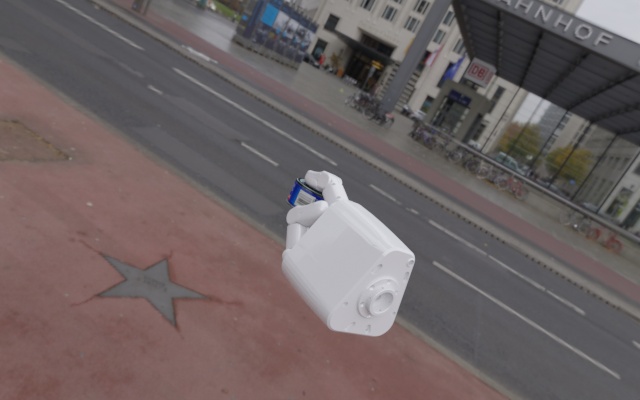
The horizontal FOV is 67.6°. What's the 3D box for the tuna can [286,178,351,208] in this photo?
[{"bbox_3d":[0.000,0.002,0.634,0.086,0.034,0.086,24,11,-5],"label":"tuna can"}]
